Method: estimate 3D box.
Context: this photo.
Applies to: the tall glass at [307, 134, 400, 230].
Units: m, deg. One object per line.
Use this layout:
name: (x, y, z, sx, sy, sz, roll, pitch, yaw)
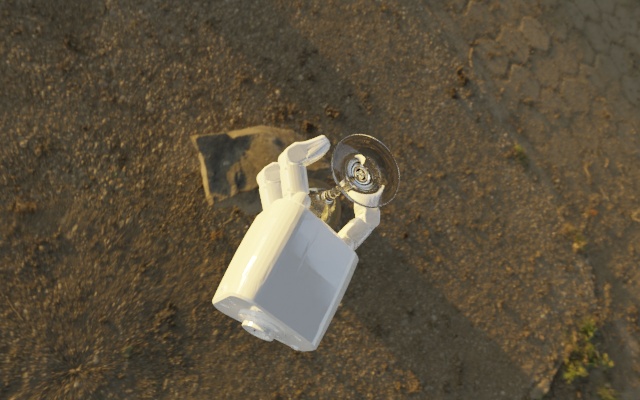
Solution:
tall glass: (0.000, 0.001, 0.532, 0.079, 0.079, 0.201, 0, -17, -27)
